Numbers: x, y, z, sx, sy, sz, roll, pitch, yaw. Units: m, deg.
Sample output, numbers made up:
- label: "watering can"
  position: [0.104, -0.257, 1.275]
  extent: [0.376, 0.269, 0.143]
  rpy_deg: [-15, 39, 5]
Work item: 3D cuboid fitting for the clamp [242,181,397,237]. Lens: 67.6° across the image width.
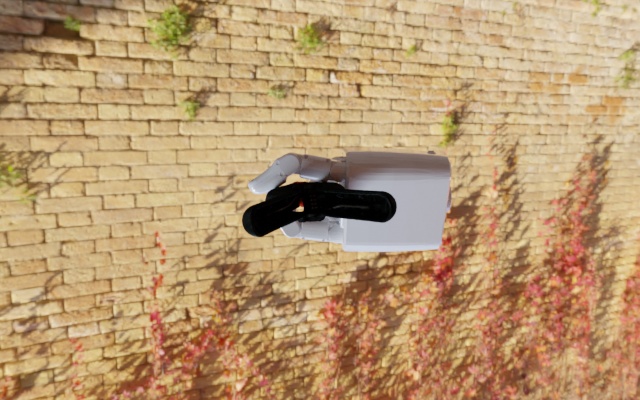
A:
- label: "clamp"
  position: [0.000, 0.002, 0.436]
  extent: [0.120, 0.039, 0.171]
  rpy_deg: [1, 10, 0]
